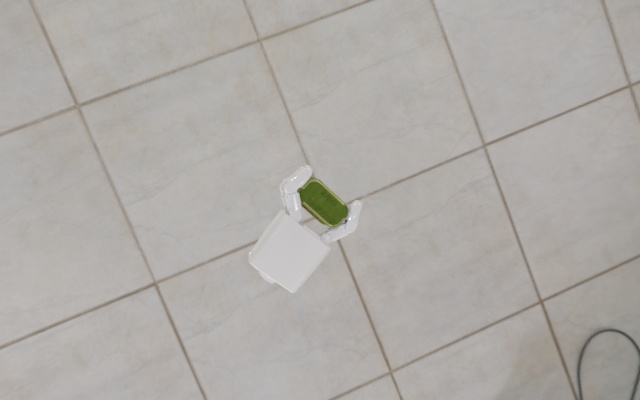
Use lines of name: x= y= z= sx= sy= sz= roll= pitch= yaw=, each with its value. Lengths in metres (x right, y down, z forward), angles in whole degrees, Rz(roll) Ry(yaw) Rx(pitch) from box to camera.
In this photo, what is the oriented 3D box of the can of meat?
can of meat: x=0.000 y=0.003 z=0.871 sx=0.102 sy=0.057 sz=0.084 roll=42 pitch=-3 yaw=-8
